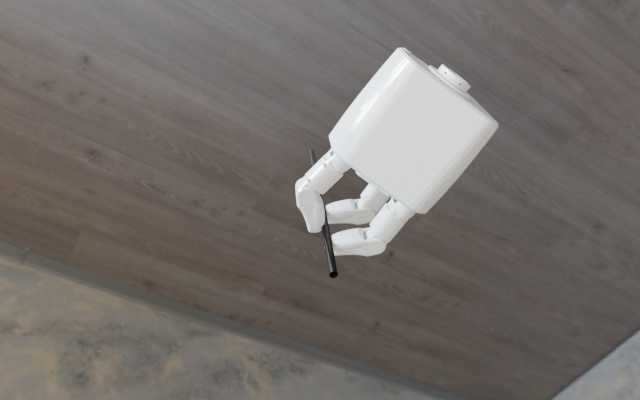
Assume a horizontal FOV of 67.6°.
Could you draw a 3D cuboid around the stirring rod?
[{"bbox_3d":[0.000,0.002,0.528,0.011,0.011,0.239,0,33,-7],"label":"stirring rod"}]
